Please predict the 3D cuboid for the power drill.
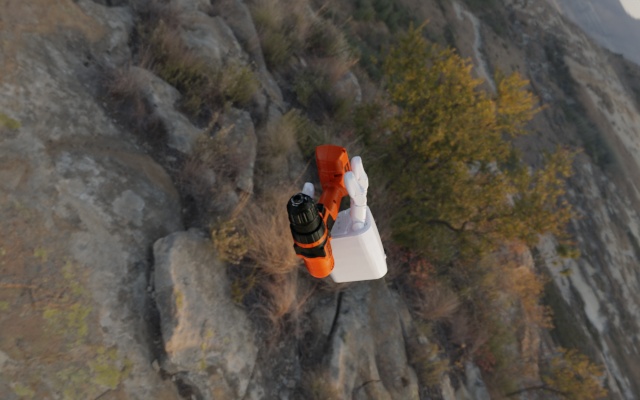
[{"bbox_3d":[0.000,0.002,0.754,0.057,0.187,0.185,6,-38,16],"label":"power drill"}]
